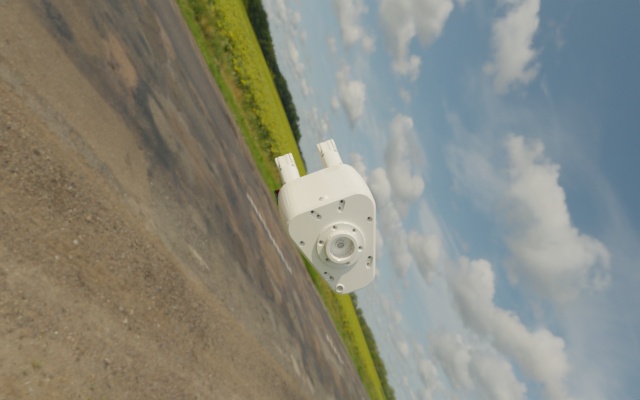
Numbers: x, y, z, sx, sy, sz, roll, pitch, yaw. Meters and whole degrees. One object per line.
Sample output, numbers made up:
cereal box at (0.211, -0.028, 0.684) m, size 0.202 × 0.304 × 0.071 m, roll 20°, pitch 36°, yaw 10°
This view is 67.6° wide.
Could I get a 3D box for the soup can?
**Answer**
soup can at (0.000, 0.002, 0.605) m, size 0.102 × 0.068 × 0.068 m, roll -20°, pitch 0°, yaw -1°
